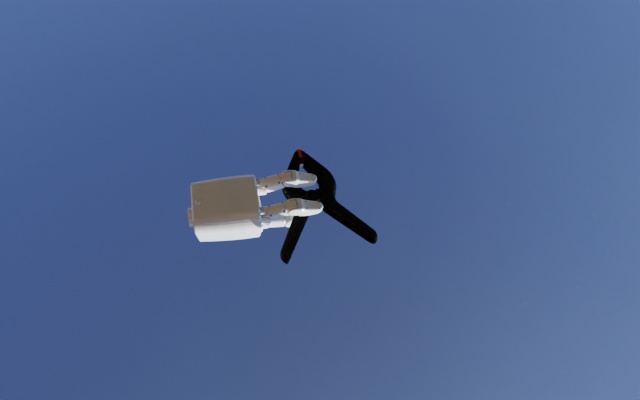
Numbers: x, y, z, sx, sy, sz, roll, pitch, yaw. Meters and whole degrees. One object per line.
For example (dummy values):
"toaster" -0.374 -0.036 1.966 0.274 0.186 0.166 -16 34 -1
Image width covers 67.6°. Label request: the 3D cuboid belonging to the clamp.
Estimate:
"clamp" 0.000 0.003 0.815 0.164 0.209 0.036 -5 -30 -13
